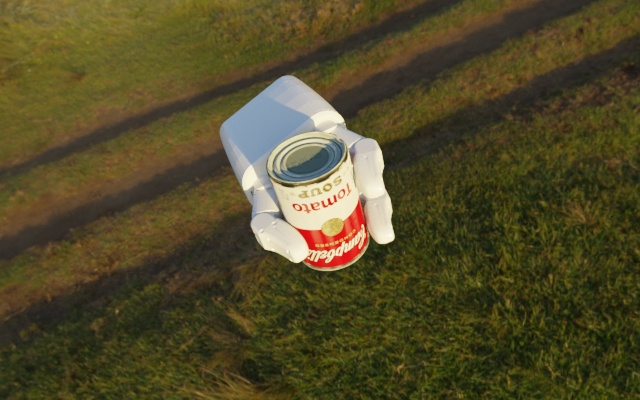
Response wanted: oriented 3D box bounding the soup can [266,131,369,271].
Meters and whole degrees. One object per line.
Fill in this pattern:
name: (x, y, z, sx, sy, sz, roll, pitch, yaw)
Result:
soup can: (0.000, 0.001, 0.404, 0.068, 0.102, 0.068, -9, 42, 9)
